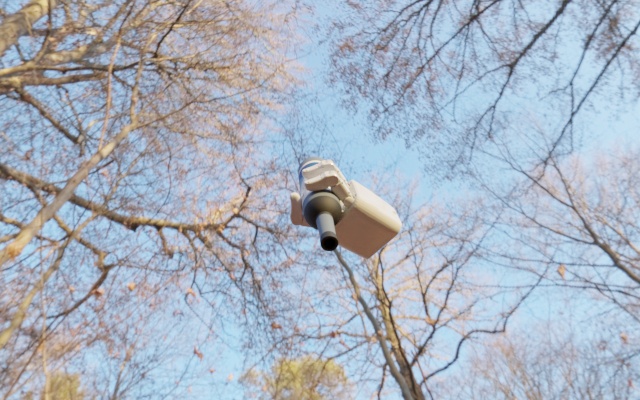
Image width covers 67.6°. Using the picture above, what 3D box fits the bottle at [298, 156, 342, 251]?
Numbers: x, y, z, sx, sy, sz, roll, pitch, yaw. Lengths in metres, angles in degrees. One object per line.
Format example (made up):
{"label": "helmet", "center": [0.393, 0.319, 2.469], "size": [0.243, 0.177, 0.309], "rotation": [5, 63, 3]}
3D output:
{"label": "bottle", "center": [0.000, 0.003, 0.846], "size": [0.069, 0.069, 0.295], "rotation": [0, 25, -6]}
